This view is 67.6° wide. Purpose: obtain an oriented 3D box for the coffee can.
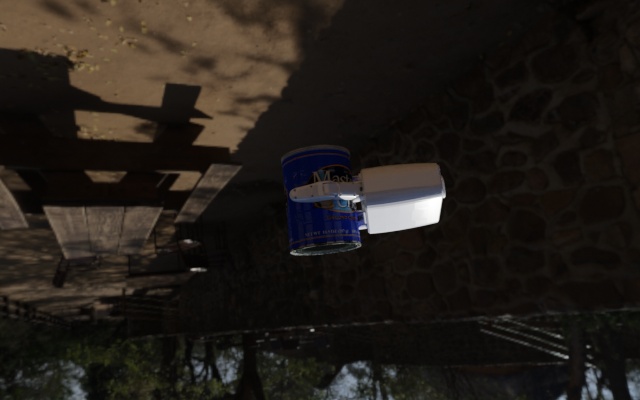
[{"bbox_3d":[0.000,0.002,0.693,0.103,0.140,0.103,-6,-13,-1],"label":"coffee can"}]
